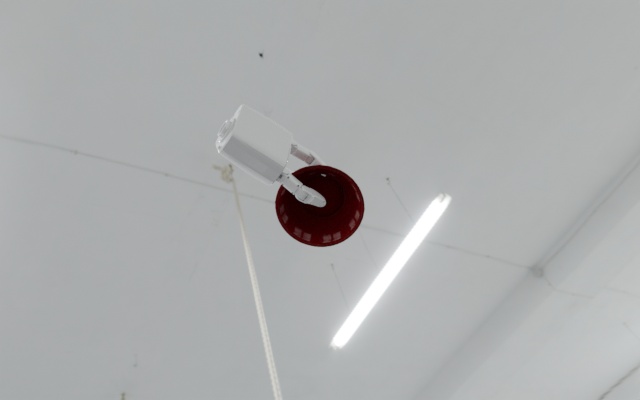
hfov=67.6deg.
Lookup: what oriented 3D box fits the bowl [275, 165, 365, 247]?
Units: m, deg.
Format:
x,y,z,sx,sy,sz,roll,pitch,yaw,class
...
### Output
x,y,z,sx,sy,sz,roll,pitch,yaw,class
0.001,0.004,0.880,0.162,0.162,0.055,0,23,4,bowl
